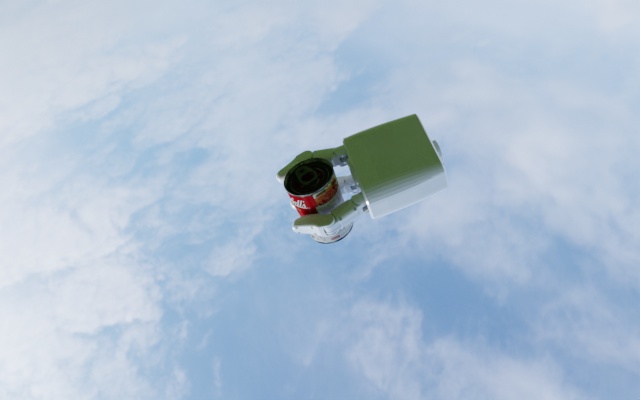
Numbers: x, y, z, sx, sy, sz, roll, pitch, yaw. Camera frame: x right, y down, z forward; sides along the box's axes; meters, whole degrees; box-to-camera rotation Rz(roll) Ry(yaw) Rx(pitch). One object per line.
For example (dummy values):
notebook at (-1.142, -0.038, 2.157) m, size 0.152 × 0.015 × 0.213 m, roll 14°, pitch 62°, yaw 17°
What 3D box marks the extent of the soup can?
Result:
soup can at (0.000, 0.003, 0.643) m, size 0.068 × 0.068 × 0.102 m, roll 0°, pitch -42°, yaw 25°
